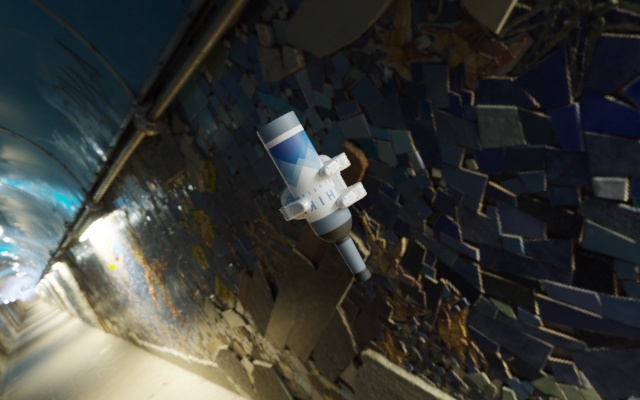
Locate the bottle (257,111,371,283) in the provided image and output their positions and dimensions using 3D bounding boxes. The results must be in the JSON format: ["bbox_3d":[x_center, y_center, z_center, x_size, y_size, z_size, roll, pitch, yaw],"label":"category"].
[{"bbox_3d":[0.000,0.002,0.769,0.069,0.296,0.069,-29,8,4],"label":"bottle"}]
